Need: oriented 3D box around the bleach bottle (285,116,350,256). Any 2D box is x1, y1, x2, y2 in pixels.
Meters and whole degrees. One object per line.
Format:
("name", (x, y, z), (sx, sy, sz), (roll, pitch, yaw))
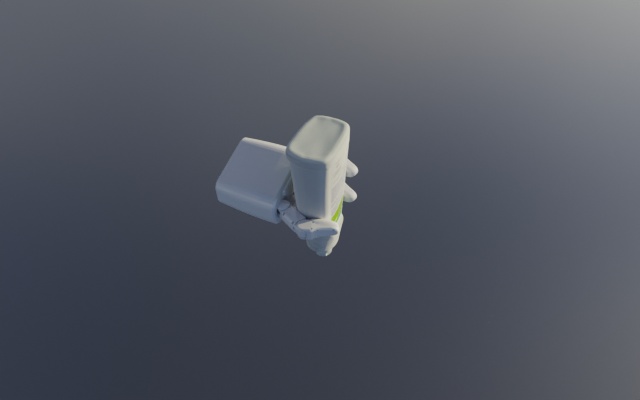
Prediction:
("bleach bottle", (0.000, 0.002, 0.716), (0.068, 0.251, 0.102), (18, 49, 17))
